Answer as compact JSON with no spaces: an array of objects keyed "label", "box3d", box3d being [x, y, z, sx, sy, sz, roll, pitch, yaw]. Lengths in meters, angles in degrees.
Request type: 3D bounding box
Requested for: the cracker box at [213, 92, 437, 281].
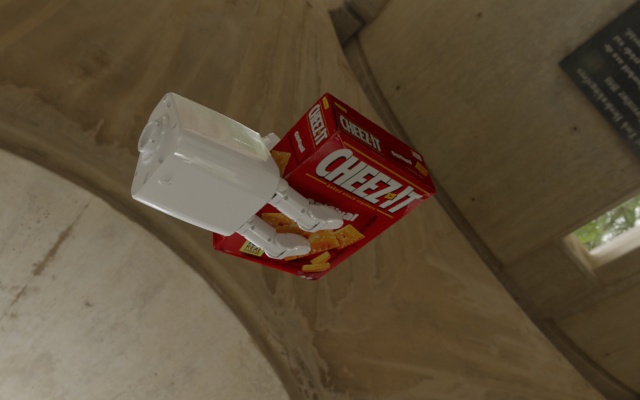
[{"label":"cracker box","box3d":[0.000,0.002,0.560,0.164,0.072,0.214,25,-52,-36]}]
